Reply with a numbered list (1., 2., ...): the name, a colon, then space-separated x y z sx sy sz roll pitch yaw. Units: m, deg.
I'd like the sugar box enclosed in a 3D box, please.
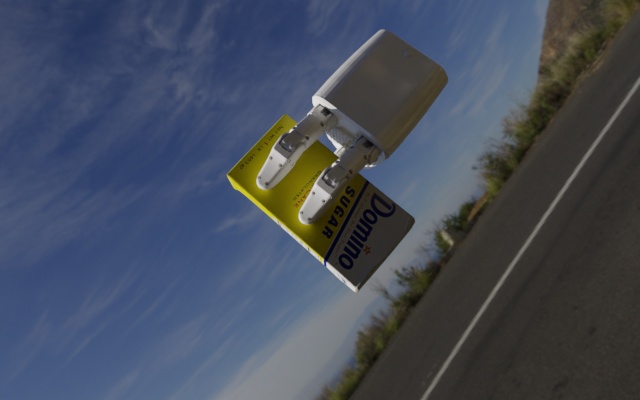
1. sugar box: 0.000 0.001 0.490 0.176 0.093 0.048 39 -10 14
